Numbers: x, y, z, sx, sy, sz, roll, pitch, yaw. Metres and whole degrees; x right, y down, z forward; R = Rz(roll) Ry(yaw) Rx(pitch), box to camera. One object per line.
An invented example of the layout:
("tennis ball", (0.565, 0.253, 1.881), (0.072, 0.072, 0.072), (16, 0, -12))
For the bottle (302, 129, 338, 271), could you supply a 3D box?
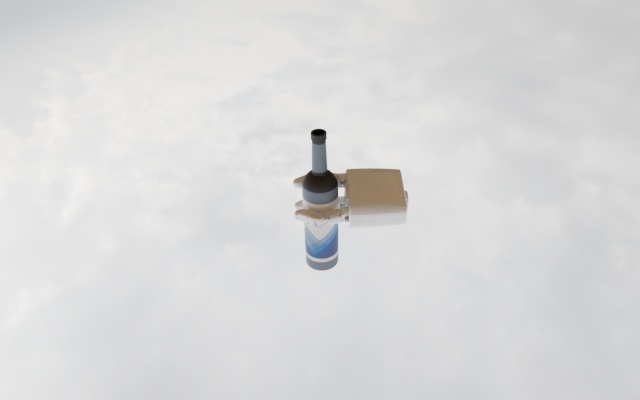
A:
("bottle", (0.000, 0.003, 0.893), (0.069, 0.296, 0.069), (-1, 37, 1))
